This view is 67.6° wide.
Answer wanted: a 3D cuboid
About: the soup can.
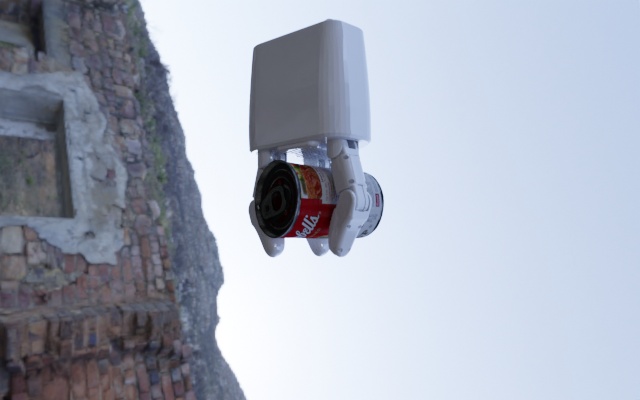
[{"bbox_3d":[0.000,0.002,0.441,0.102,0.068,0.068,4,-3,-39],"label":"soup can"}]
